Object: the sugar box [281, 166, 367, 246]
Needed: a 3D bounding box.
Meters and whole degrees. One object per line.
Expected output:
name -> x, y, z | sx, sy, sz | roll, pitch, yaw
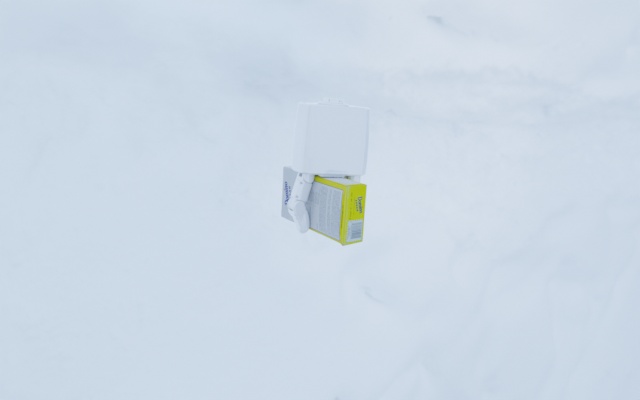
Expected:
sugar box -> 0.001, 0.002, 0.770 | 0.048, 0.093, 0.176 | -5, 17, -33
